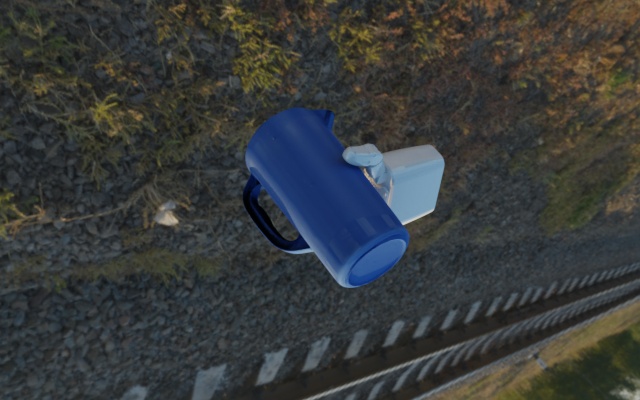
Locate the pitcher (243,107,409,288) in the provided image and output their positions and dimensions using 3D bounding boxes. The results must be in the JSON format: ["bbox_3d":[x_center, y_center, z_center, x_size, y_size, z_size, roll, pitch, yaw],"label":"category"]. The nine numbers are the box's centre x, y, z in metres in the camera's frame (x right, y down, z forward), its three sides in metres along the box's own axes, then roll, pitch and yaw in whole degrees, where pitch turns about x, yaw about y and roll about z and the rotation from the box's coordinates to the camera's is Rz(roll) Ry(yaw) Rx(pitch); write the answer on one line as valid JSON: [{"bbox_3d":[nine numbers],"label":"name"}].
[{"bbox_3d":[0.000,0.002,0.651,0.145,0.149,0.242,-17,53,-29],"label":"pitcher"}]
